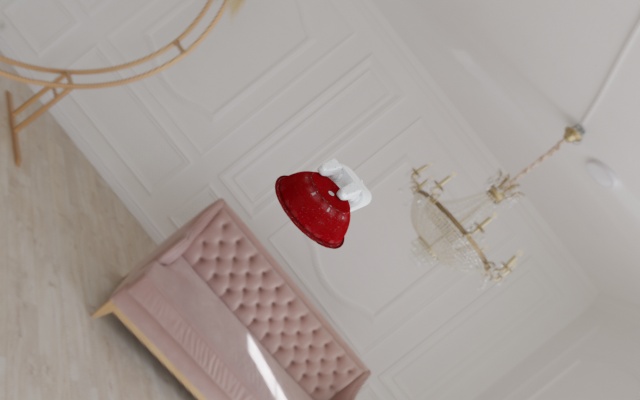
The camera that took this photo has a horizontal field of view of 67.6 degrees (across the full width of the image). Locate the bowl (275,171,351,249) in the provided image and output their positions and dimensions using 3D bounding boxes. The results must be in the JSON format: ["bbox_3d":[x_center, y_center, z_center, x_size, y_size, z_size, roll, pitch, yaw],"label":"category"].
[{"bbox_3d":[0.000,0.003,0.816,0.055,0.162,0.162,-43,-20,23],"label":"bowl"}]
